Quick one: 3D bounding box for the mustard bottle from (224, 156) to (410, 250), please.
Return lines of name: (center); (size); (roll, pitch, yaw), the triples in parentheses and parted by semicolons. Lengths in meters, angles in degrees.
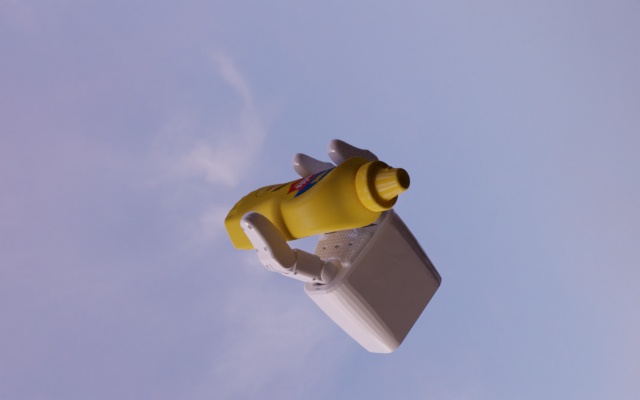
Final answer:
mustard bottle: (0.000, 0.001, 0.436); (0.191, 0.058, 0.096); (-15, 10, 46)
